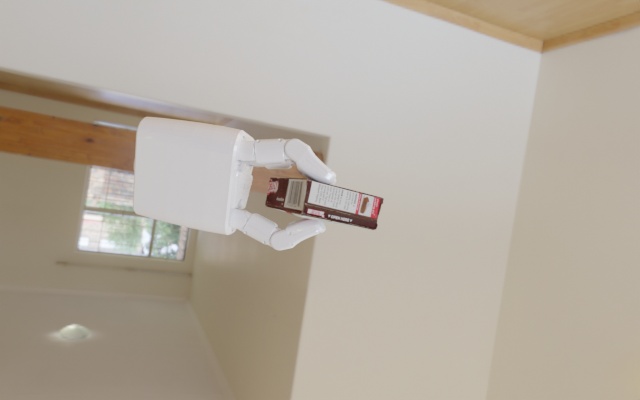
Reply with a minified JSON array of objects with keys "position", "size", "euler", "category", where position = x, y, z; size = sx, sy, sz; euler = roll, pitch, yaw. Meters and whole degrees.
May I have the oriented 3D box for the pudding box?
[{"position":[0.000,0.002,0.520],"size":[0.090,0.039,0.113],"euler":[12,0,-25],"category":"pudding box"}]
